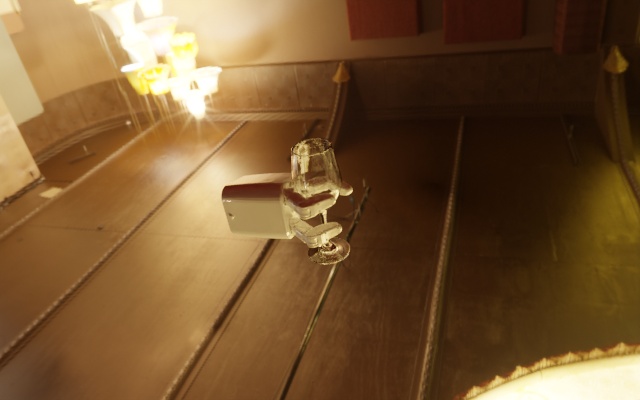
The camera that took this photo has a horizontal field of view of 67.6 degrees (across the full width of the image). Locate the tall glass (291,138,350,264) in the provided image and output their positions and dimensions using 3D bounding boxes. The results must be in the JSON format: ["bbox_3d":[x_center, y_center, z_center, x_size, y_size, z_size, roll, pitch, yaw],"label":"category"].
[{"bbox_3d":[0.000,0.003,0.774,0.079,0.201,0.079,-7,31,4],"label":"tall glass"}]
